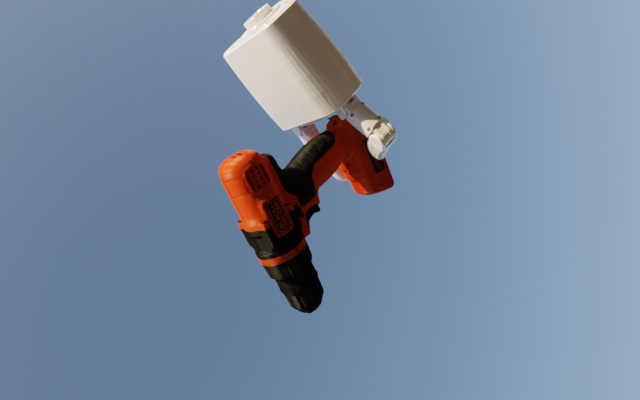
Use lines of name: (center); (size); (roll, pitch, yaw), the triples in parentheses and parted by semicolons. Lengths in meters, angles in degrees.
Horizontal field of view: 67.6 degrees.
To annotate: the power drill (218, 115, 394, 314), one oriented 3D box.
power drill: (0.000, 0.001, 0.516); (0.057, 0.184, 0.187); (1, 32, 48)
